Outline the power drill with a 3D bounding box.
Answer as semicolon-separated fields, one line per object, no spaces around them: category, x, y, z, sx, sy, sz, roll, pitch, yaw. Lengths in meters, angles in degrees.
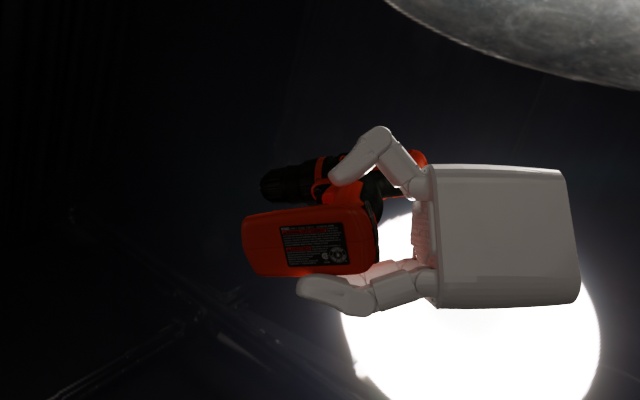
power drill;0.000;0.002;0.443;0.184;0.057;0.187;-7;20;21
